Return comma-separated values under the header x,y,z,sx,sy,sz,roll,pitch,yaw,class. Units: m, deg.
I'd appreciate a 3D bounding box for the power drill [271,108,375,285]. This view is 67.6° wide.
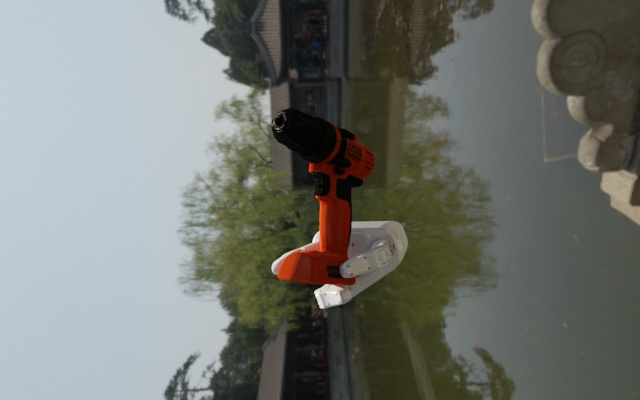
x,y,z,sx,sy,sz,roll,pitch,yaw,class
0.000,0.002,0.554,0.057,0.187,0.184,2,-9,36,power drill
